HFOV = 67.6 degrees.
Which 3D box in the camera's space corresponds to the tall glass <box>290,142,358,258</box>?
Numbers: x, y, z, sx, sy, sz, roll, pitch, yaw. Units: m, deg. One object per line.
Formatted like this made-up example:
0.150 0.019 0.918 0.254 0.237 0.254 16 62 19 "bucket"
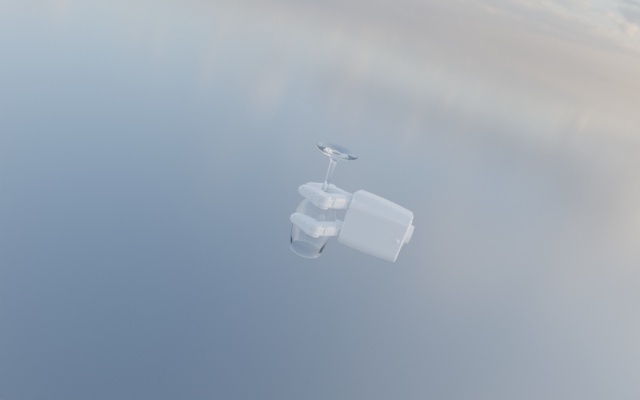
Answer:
0.000 0.002 0.849 0.079 0.201 0.079 15 23 -7 "tall glass"
